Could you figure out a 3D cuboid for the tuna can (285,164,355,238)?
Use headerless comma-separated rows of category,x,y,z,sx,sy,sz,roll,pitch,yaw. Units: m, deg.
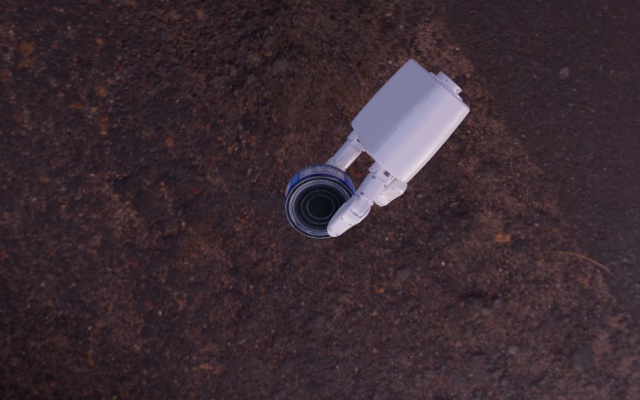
tuna can,0.000,0.002,0.568,0.086,0.086,0.033,0,28,0
